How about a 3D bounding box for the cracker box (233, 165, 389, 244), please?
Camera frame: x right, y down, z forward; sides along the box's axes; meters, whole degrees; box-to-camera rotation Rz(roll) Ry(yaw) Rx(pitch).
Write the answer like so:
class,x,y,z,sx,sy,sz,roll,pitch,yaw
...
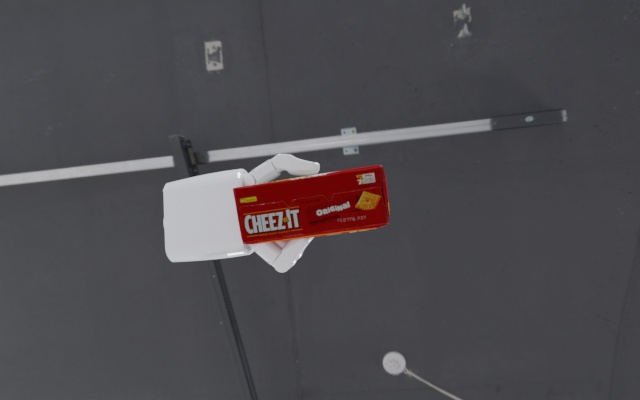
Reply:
class,x,y,z,sx,sy,sz,roll,pitch,yaw
cracker box,0.000,0.002,0.608,0.164,0.072,0.213,-9,2,6
